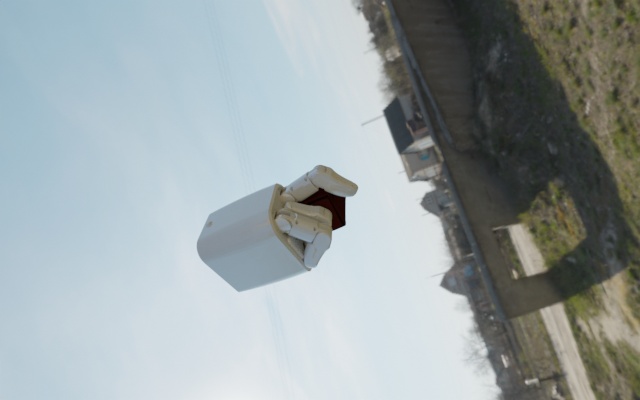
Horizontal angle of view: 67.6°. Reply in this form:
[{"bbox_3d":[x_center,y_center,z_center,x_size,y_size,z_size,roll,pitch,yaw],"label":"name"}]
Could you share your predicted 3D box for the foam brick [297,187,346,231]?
[{"bbox_3d":[0.000,0.002,0.628,0.051,0.053,0.078,-23,27,16],"label":"foam brick"}]
